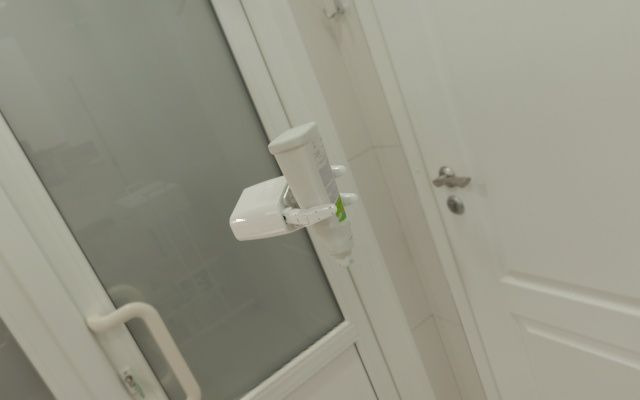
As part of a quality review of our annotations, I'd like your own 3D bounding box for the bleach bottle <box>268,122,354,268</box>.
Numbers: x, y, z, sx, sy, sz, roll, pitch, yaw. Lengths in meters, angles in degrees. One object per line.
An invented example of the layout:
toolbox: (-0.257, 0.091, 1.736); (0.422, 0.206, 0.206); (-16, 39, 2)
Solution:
bleach bottle: (0.000, 0.003, 0.797); (0.068, 0.251, 0.102); (-13, 19, 24)
